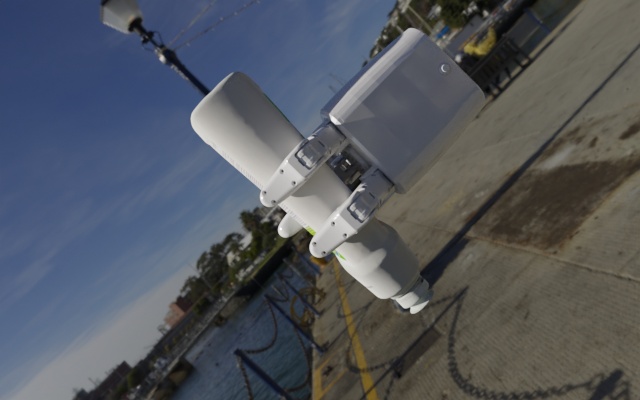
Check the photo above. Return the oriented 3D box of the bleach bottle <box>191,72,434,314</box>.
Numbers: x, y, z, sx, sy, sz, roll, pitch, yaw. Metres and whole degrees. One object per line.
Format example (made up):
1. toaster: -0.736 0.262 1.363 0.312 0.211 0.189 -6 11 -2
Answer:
1. bleach bottle: 0.000 0.001 0.426 0.251 0.068 0.102 45 -2 -1
